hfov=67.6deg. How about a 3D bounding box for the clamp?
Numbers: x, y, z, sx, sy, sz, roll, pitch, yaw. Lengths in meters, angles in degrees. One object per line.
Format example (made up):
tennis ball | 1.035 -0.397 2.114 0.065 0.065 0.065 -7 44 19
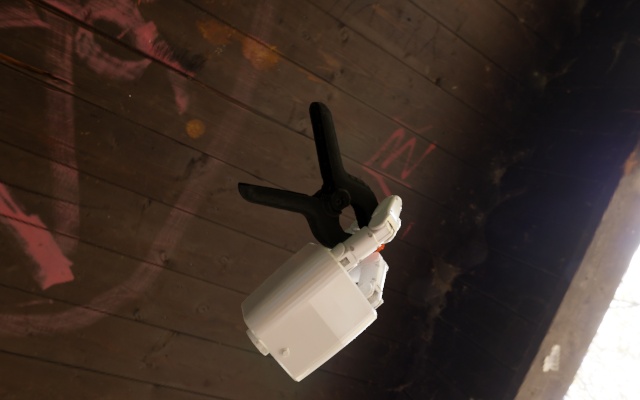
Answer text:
clamp | 0.000 0.002 0.485 0.120 0.171 0.039 -39 23 -10
